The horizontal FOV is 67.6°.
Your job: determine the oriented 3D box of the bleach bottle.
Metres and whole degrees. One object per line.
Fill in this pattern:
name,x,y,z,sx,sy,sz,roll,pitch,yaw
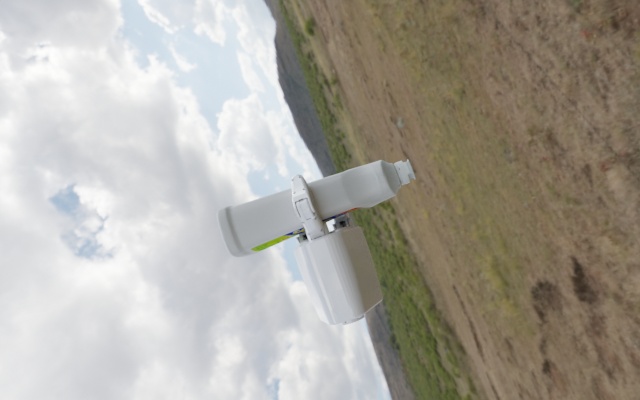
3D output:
bleach bottle,0.000,0.002,0.624,0.251,0.068,0.102,-20,-8,7
